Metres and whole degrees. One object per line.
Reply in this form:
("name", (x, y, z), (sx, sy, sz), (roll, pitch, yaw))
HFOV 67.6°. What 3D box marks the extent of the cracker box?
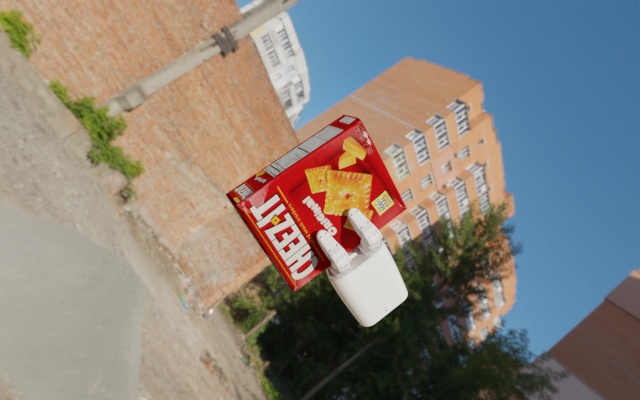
("cracker box", (0.000, 0.002, 0.696), (0.213, 0.164, 0.072), (-35, 25, -11))
